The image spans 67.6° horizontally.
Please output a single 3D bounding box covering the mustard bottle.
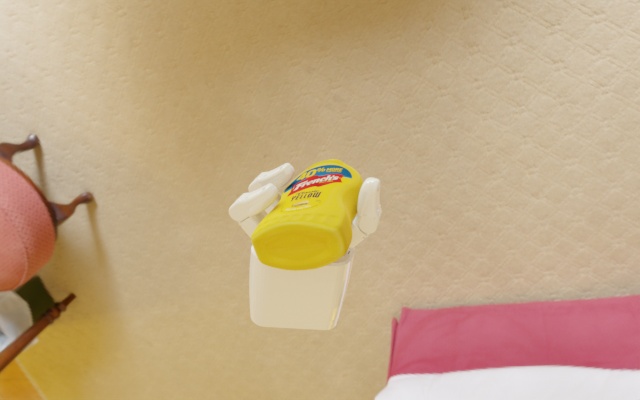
[{"bbox_3d":[0.000,0.002,0.535,0.096,0.058,0.191,-9,24,21],"label":"mustard bottle"}]
